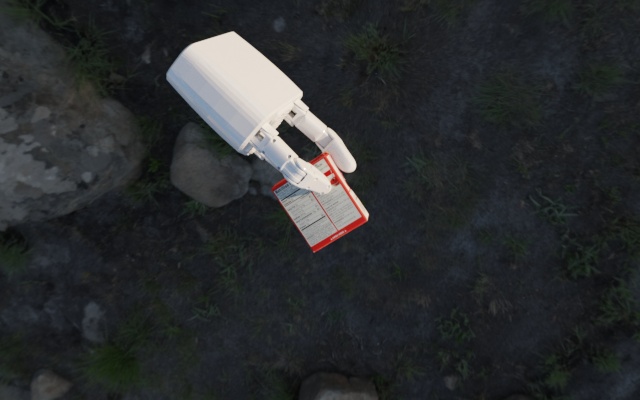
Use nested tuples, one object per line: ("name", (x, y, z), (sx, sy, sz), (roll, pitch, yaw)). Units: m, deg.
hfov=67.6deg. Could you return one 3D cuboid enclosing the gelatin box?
("gelatin box", (0.000, 0.002, 0.535), (0.073, 0.089, 0.030), (-32, 6, 14))
